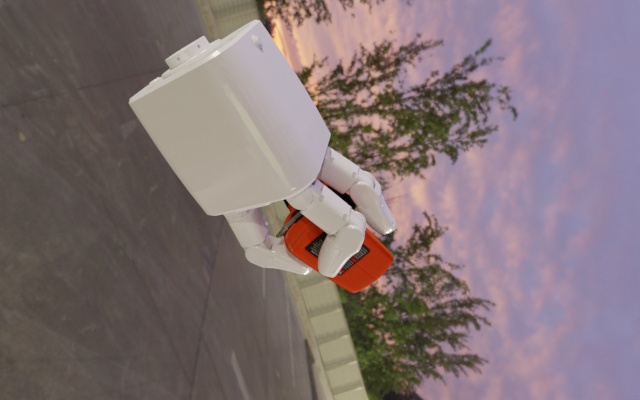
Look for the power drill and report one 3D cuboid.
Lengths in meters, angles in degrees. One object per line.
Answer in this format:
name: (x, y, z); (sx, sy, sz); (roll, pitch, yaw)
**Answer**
power drill: (0.000, 0.002, 0.474); (0.184, 0.057, 0.187); (38, 13, -37)
